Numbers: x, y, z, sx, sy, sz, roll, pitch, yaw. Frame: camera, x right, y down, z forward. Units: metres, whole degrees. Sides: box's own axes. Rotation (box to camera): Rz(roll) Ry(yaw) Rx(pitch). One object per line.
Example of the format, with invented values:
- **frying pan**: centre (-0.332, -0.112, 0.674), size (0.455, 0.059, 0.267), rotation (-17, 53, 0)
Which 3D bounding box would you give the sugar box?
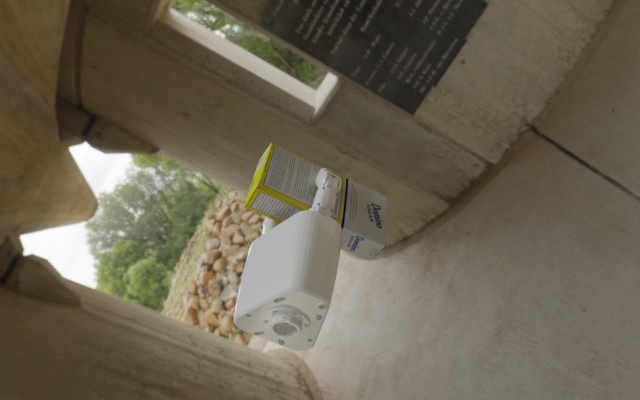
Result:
- **sugar box**: centre (0.000, 0.002, 0.605), size (0.176, 0.093, 0.048), rotation (27, -49, -16)
